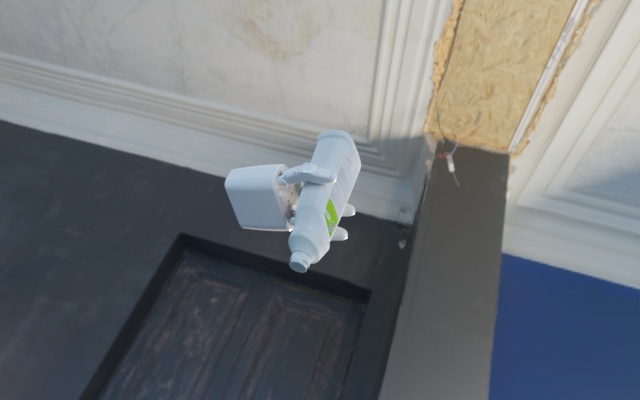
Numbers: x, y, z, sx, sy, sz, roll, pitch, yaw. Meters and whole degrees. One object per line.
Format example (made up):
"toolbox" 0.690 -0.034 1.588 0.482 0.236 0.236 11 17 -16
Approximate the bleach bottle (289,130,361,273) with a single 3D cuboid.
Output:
"bleach bottle" 0.000 0.003 0.791 0.068 0.250 0.103 -1 -43 28
